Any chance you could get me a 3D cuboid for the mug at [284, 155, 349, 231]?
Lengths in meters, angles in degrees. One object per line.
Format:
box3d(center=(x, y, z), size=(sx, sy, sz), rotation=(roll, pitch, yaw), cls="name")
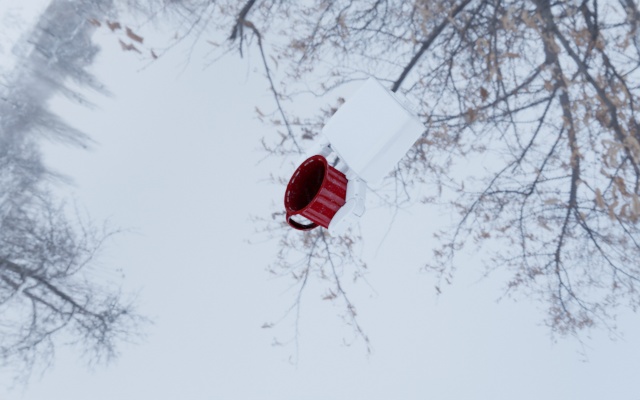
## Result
box3d(center=(-0.001, 0.003, 0.685), size=(0.081, 0.117, 0.093), rotation=(29, 25, -32), cls="mug")
